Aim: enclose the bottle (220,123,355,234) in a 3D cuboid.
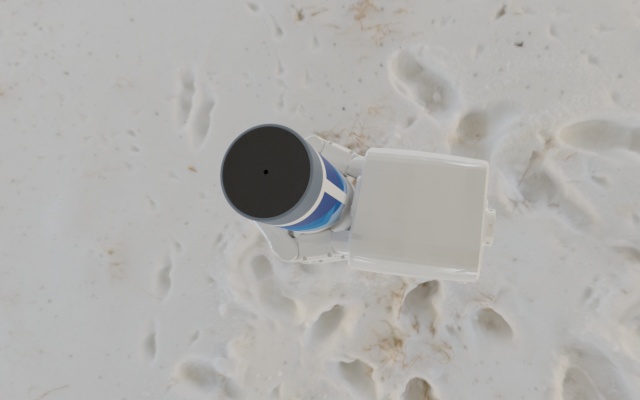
[{"bbox_3d":[0.000,0.001,0.455,0.069,0.069,0.296,0,-8,14],"label":"bottle"}]
